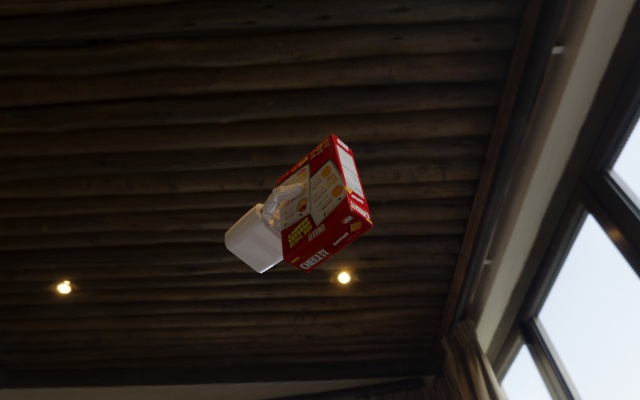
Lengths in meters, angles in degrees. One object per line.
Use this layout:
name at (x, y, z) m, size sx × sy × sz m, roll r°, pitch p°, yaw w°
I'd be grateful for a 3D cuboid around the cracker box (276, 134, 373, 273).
cracker box at (0.000, 0.003, 0.898) m, size 0.164 × 0.213 × 0.072 m, roll -38°, pitch -51°, yaw 25°
